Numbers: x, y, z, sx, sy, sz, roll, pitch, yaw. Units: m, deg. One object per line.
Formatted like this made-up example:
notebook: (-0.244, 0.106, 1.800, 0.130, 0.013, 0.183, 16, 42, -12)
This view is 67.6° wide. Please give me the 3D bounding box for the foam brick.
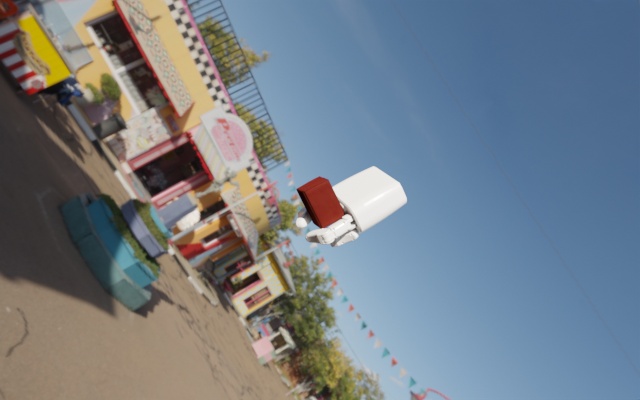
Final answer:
foam brick: (0.000, 0.003, 0.856, 0.051, 0.078, 0.053, -30, 18, -11)
